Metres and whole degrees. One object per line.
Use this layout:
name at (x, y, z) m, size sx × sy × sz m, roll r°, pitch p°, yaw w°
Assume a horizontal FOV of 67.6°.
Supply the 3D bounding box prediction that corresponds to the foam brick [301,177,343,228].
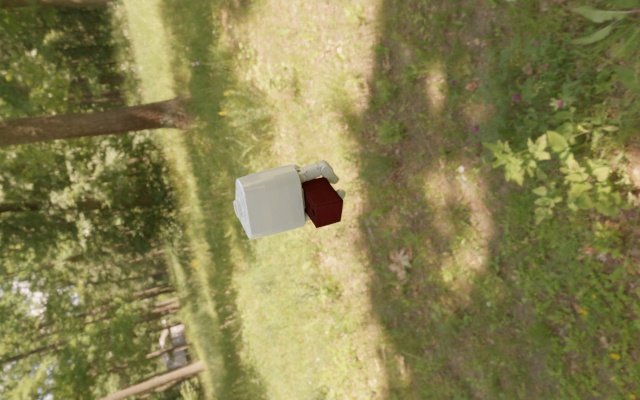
foam brick at (0.000, 0.003, 0.861) m, size 0.051 × 0.053 × 0.078 m, roll -14°, pitch 42°, yaw -21°
